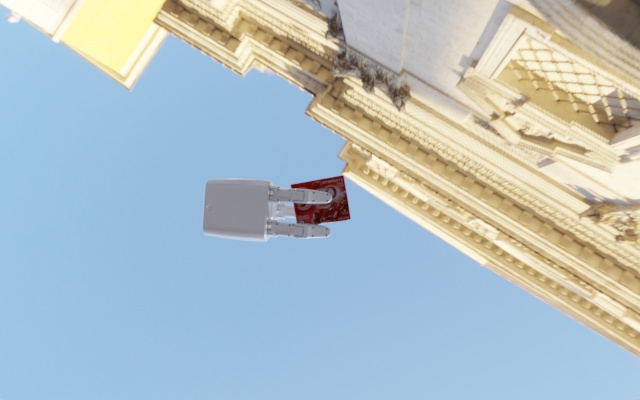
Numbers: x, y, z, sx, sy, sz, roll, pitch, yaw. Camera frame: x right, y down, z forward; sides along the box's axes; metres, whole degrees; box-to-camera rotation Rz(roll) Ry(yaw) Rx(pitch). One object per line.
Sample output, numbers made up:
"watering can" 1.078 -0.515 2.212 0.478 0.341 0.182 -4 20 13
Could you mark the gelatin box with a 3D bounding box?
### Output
"gelatin box" 0.000 0.003 0.778 0.089 0.073 0.030 -9 -3 0
